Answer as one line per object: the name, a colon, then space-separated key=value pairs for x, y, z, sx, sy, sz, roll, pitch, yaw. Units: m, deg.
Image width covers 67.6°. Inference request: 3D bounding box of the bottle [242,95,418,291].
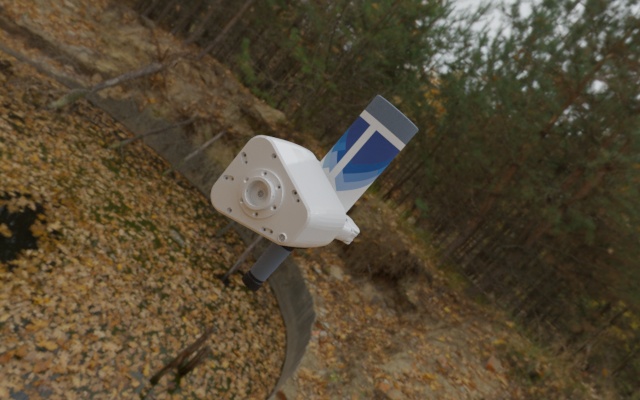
bottle: x=0.000 y=0.002 z=0.608 sx=0.069 sy=0.296 sz=0.069 roll=39 pitch=11 yaw=-9
